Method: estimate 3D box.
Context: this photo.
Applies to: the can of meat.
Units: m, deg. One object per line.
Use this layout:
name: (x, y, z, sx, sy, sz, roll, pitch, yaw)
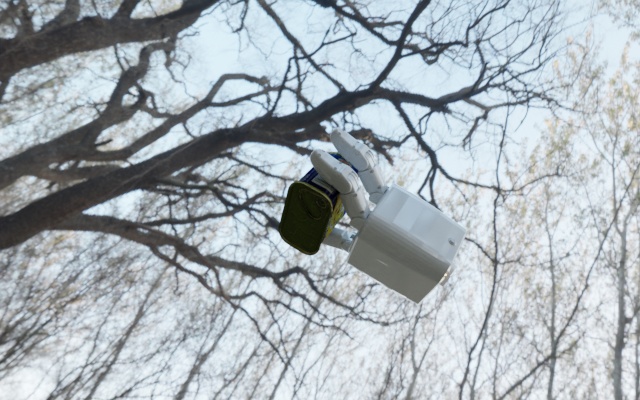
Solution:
can of meat: (0.000, 0.002, 0.579, 0.057, 0.102, 0.084, 29, 43, 13)
